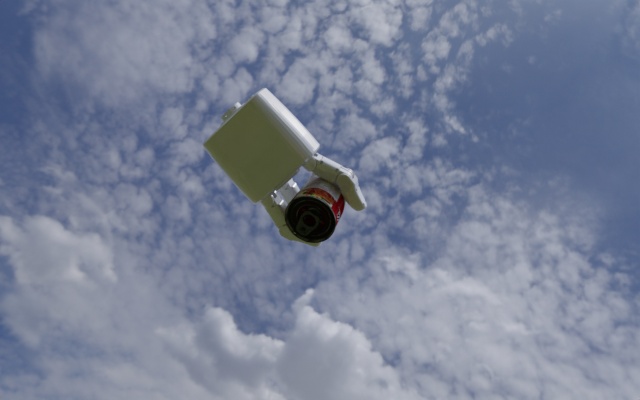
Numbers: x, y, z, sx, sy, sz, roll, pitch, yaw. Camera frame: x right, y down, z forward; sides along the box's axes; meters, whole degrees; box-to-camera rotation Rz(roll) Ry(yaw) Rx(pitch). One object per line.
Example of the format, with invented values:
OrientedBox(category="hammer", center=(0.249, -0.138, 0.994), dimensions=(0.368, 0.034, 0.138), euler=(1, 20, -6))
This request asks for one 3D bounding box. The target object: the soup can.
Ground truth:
OrientedBox(category="soup can", center=(0.001, 0.002, 0.643), dimensions=(0.068, 0.068, 0.102), euler=(0, 27, 18))
